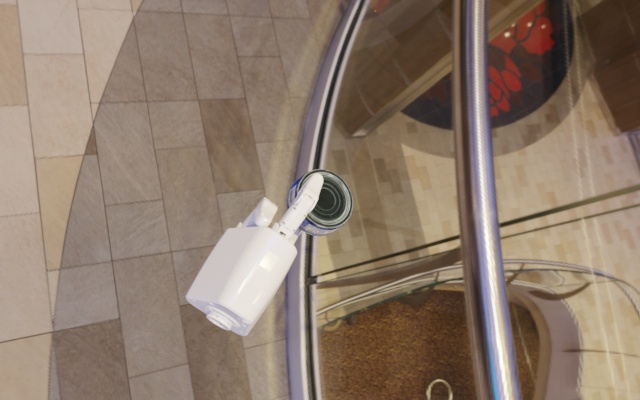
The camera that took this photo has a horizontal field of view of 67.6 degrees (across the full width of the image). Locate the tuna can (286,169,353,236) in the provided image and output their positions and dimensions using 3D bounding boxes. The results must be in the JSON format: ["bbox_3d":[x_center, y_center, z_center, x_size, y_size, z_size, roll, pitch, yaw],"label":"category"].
[{"bbox_3d":[0.000,0.002,0.638,0.086,0.086,0.034,0,-19,-27],"label":"tuna can"}]
